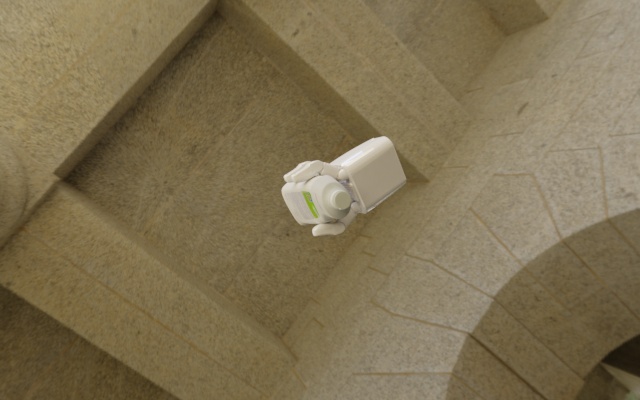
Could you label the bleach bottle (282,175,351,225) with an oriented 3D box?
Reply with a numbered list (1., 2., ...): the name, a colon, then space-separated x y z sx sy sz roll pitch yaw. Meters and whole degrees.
1. bleach bottle: 0.000 0.003 0.874 0.068 0.102 0.251 -34 12 -15
